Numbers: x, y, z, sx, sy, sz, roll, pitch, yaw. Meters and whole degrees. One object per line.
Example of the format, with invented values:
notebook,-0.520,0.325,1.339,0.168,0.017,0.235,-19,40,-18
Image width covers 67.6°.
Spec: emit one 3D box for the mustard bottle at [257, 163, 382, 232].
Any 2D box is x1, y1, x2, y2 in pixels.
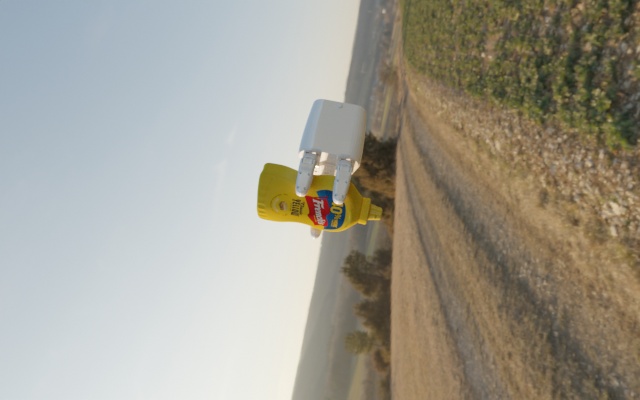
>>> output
mustard bottle,0.000,0.003,0.740,0.191,0.096,0.058,11,38,2
